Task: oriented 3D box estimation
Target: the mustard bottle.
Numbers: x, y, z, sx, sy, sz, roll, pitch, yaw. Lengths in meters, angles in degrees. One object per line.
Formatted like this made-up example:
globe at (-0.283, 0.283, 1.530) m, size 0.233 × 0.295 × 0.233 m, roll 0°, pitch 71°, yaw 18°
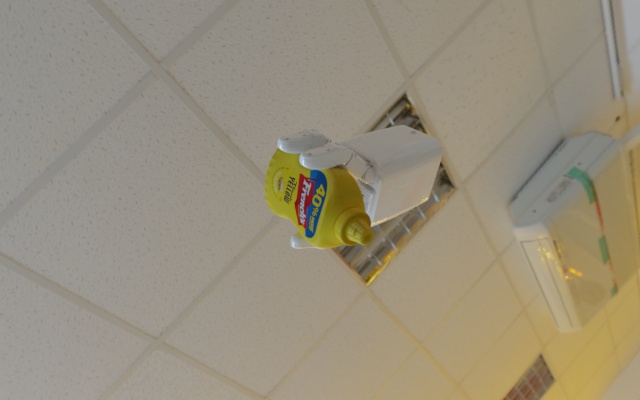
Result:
mustard bottle at (0.000, 0.002, 0.565) m, size 0.058 × 0.096 × 0.191 m, roll 5°, pitch 20°, yaw -36°
